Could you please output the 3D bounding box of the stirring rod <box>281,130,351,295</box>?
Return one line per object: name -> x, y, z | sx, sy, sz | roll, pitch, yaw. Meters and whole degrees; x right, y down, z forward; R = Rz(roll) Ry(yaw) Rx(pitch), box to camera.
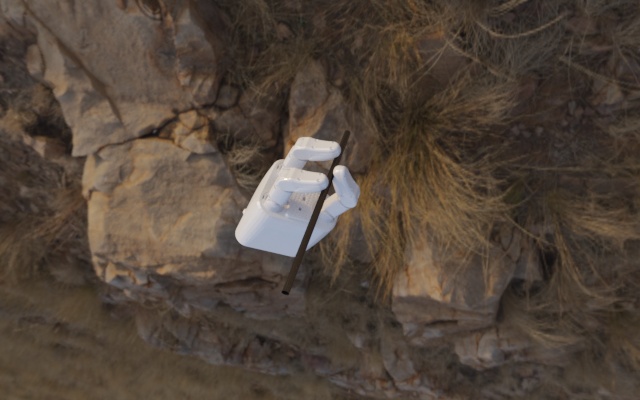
stirring rod -> 0.000, 0.002, 0.541 | 0.011, 0.239, 0.011 | 13, -38, 11
